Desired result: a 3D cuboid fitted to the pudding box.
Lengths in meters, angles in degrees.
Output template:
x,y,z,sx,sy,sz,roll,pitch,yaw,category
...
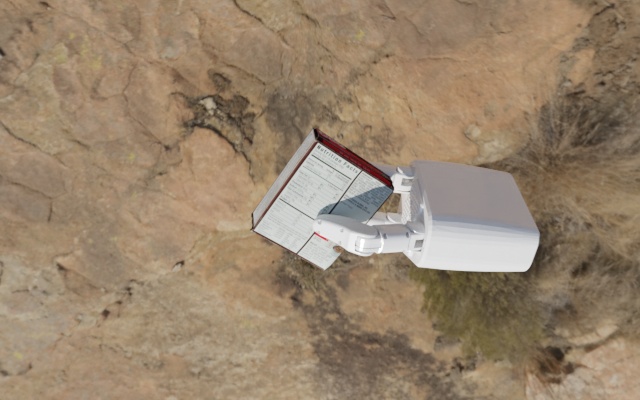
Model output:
x,y,z,sx,sy,sz,roll,pitch,yaw,category
0.000,0.002,0.452,0.090,0.113,0.039,31,19,-18,pudding box
